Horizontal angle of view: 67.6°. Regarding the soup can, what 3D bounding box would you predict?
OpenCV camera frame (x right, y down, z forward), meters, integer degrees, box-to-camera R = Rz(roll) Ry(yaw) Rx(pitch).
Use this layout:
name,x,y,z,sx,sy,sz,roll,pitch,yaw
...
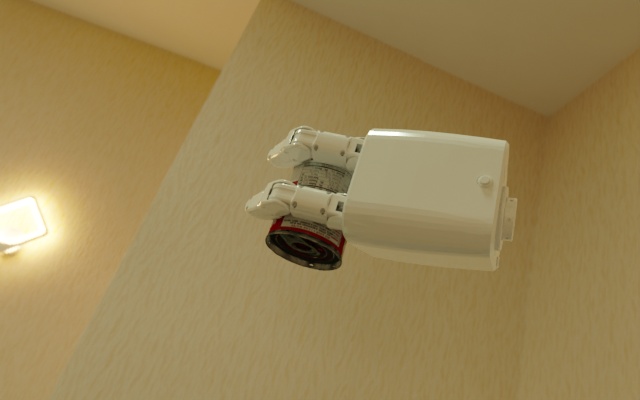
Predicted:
name,x,y,z,sx,sy,sz,roll,pitch,yaw
soup can,0.000,0.001,0.424,0.068,0.102,0.068,15,-27,8
